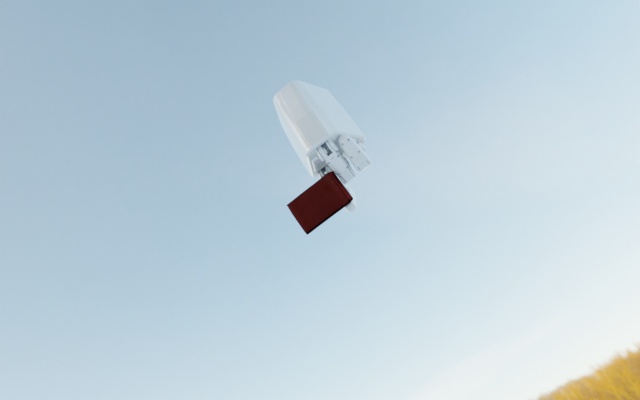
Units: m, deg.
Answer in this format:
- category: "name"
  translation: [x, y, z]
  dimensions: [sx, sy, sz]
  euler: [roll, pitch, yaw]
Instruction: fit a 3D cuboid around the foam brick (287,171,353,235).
- category: "foam brick"
  translation: [0.000, 0.002, 0.678]
  dimensions: [0.078, 0.051, 0.053]
  euler: [-37, 0, 10]
